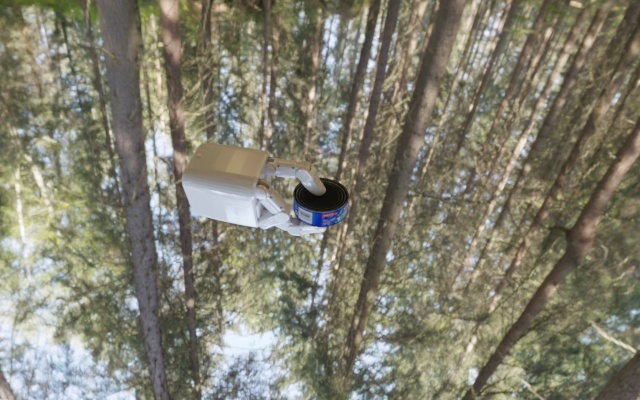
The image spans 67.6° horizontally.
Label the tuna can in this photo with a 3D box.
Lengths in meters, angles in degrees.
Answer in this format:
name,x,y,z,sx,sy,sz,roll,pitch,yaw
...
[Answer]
name,x,y,z,sx,sy,sz,roll,pitch,yaw
tuna can,0.000,0.003,0.741,0.086,0.034,0.086,2,39,-1
